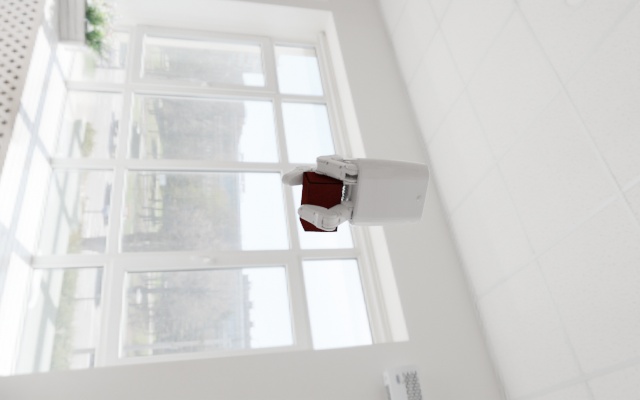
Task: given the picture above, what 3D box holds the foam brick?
[{"bbox_3d":[0.000,0.003,0.696,0.051,0.078,0.053,2,22,-12],"label":"foam brick"}]
